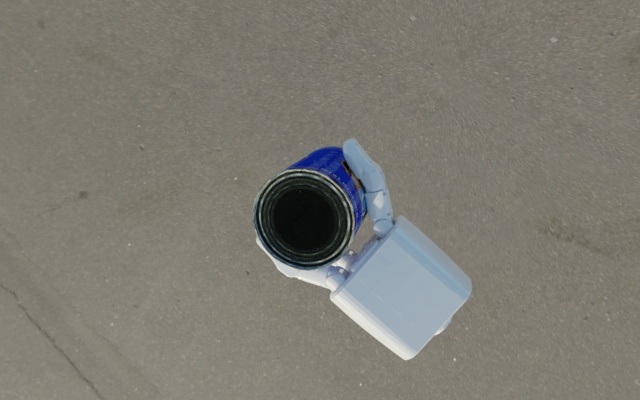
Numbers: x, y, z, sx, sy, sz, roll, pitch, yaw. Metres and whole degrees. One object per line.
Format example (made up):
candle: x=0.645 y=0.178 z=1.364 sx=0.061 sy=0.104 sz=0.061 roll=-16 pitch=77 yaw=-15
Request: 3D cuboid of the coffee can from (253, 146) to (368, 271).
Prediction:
coffee can: x=0.000 y=0.001 z=0.518 sx=0.103 sy=0.103 sz=0.140 roll=0 pitch=15 yaw=15
